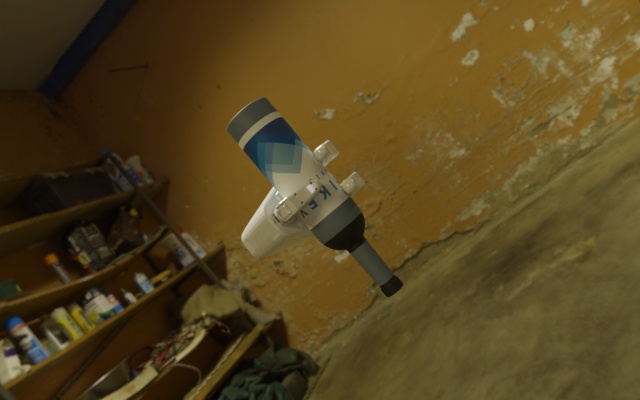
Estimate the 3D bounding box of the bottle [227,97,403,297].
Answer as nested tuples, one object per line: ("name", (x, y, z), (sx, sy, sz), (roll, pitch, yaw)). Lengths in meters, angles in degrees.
("bottle", (0.000, 0.002, 0.610), (0.069, 0.295, 0.069), (-40, -2, -1))
